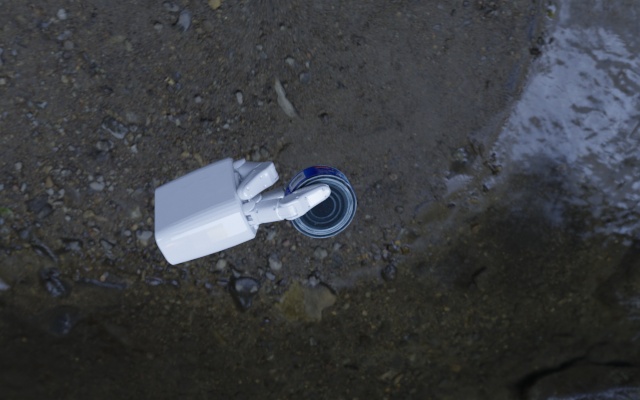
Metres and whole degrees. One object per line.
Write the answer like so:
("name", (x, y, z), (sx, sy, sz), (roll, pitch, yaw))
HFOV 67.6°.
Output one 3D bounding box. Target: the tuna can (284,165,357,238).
("tuna can", (0.000, 0.002, 0.582), (0.086, 0.086, 0.033), (0, 23, -12))
